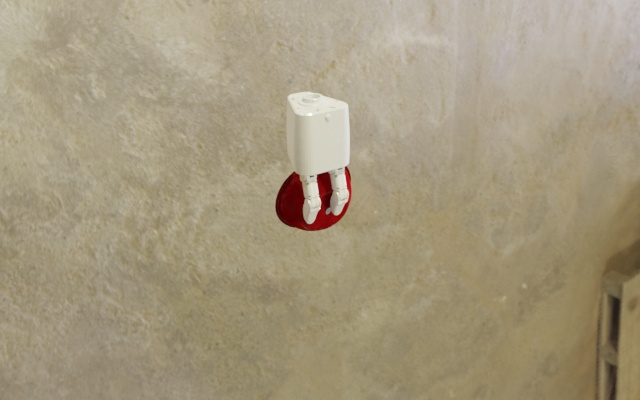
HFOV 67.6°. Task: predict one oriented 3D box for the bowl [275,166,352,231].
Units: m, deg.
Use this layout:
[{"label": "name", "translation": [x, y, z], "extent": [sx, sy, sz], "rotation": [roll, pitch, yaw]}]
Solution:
[{"label": "bowl", "translation": [0.001, 0.004, 0.882], "extent": [0.162, 0.162, 0.055], "rotation": [0, 36, -37]}]
